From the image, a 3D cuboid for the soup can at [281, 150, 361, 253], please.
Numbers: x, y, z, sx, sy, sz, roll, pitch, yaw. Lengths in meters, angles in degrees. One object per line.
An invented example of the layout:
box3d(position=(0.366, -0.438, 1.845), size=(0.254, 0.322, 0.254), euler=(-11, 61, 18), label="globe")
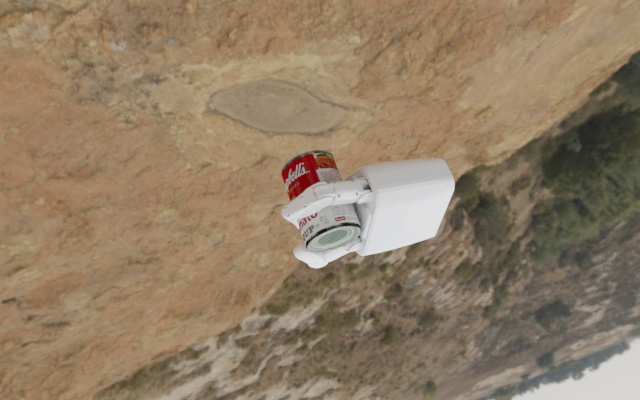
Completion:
box3d(position=(0.000, 0.002, 0.559), size=(0.068, 0.102, 0.068), euler=(-16, -26, -8), label="soup can")
